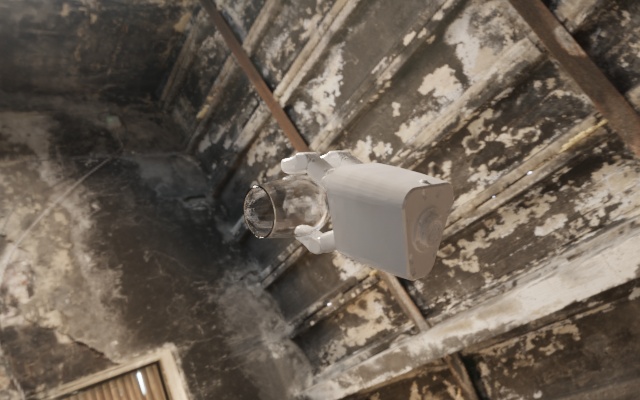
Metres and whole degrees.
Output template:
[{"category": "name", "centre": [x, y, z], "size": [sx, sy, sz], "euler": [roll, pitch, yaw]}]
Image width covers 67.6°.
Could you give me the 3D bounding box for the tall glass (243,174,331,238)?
[{"category": "tall glass", "centre": [0.000, 0.002, 0.620], "size": [0.201, 0.079, 0.079], "euler": [-9, 6, -42]}]
